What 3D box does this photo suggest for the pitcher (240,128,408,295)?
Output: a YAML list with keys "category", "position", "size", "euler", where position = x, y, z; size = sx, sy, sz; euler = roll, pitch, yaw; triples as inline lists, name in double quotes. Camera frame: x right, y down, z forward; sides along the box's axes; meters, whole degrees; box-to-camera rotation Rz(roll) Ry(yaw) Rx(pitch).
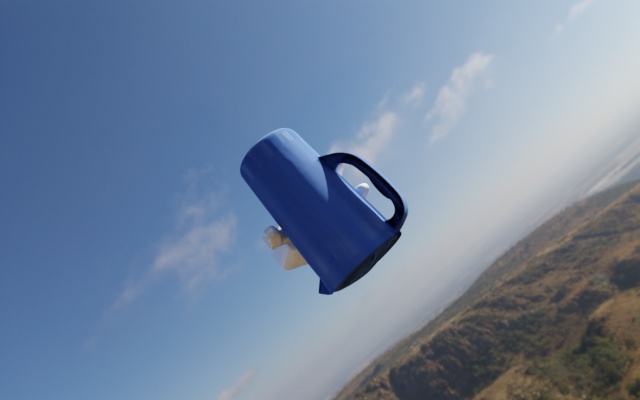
- category: "pitcher"
  position: [0.000, 0.002, 0.702]
  size: [0.149, 0.242, 0.145]
  euler: [-35, -17, -25]
